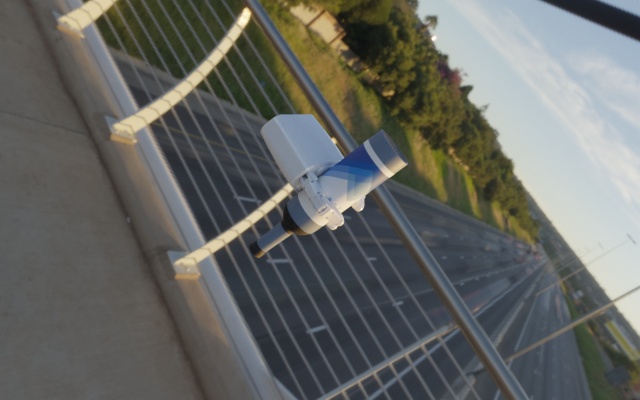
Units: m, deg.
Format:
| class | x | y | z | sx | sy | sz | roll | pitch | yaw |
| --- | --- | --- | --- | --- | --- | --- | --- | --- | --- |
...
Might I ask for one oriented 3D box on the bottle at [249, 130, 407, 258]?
| class | x | y | z | sx | sy | sz | roll | pitch | yaw |
| --- | --- | --- | --- | --- | --- | --- | --- | --- | --- |
| bottle | 0.000 | 0.002 | 0.768 | 0.296 | 0.069 | 0.069 | -37 | -13 | 18 |
